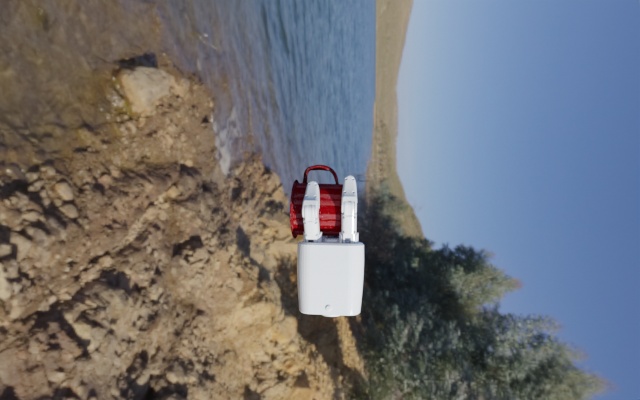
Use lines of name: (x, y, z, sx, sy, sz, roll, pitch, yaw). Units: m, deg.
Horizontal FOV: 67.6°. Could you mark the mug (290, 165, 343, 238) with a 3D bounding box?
mug: (0.000, 0.001, 0.751, 0.081, 0.117, 0.093, 1, 0, 7)
